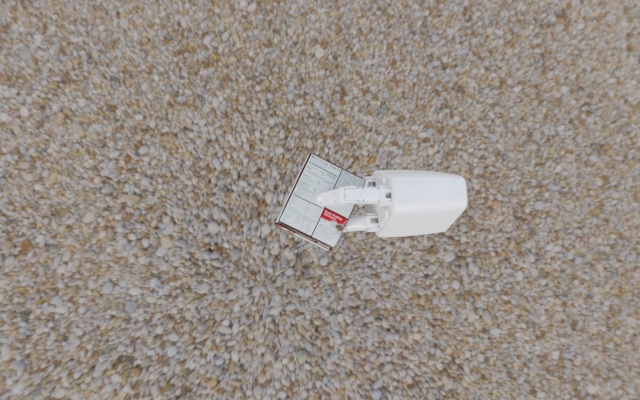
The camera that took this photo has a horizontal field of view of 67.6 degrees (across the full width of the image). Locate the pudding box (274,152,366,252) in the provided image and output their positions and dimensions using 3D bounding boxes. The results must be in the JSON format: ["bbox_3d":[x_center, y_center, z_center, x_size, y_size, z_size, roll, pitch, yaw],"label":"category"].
[{"bbox_3d":[0.000,0.002,0.667,0.090,0.113,0.039,26,-13,-4],"label":"pudding box"}]
